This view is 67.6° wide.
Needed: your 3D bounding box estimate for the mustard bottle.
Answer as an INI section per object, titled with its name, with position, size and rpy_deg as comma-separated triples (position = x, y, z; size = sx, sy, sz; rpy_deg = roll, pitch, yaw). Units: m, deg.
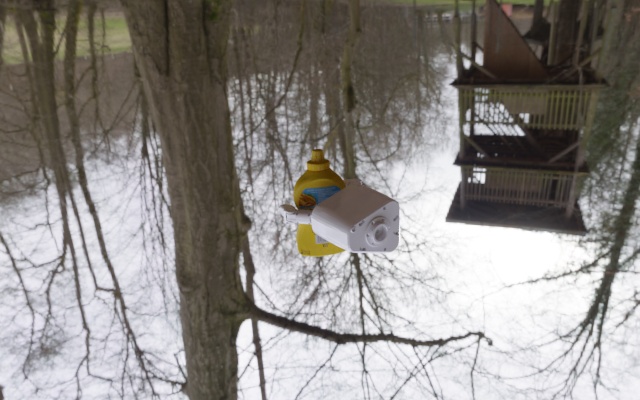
[mustard bottle]
position = 0.000, 0.003, 0.857
size = 0.096, 0.192, 0.058
rpy_deg = -5, 19, -6
